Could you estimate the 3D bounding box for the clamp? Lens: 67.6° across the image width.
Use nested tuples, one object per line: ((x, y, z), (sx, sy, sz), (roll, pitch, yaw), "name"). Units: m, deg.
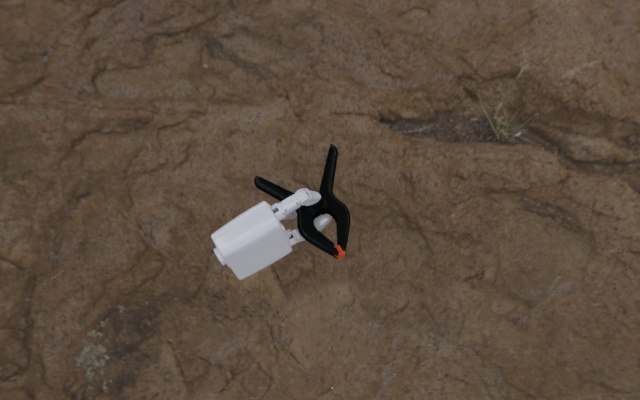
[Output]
((0.000, 0.003, 0.849), (0.164, 0.210, 0.036), (-31, -19, -9), "clamp")
